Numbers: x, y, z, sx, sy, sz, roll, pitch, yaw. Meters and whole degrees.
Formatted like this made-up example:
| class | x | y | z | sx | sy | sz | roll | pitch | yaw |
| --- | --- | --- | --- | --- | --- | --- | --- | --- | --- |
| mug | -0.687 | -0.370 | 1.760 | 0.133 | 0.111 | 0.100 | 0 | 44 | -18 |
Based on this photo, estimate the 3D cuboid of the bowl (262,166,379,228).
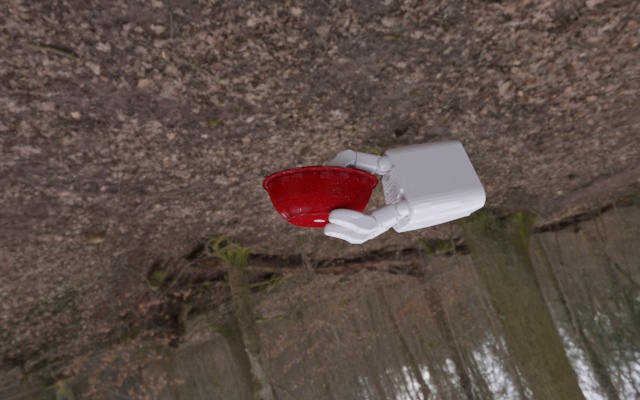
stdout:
| class | x | y | z | sx | sy | sz | roll | pitch | yaw |
| --- | --- | --- | --- | --- | --- | --- | --- | --- | --- |
| bowl | -0.001 | 0.003 | 0.658 | 0.162 | 0.055 | 0.162 | -1 | -14 | 0 |
